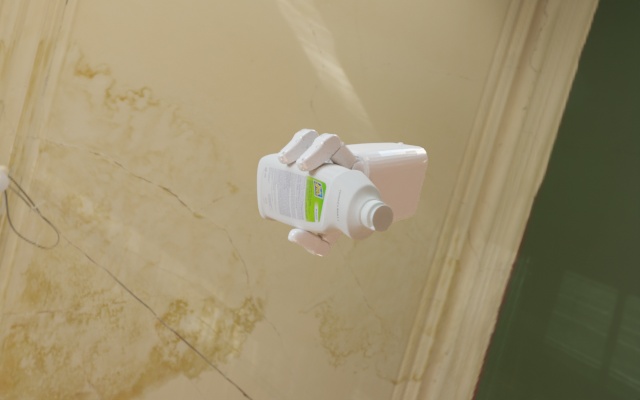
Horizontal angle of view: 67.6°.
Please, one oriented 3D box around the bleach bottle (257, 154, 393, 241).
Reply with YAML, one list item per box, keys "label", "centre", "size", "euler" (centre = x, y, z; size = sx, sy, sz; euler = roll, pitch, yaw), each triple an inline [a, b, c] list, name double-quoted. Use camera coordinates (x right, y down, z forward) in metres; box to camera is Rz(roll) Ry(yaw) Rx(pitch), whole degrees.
- label: "bleach bottle"
  centre: [0.000, 0.002, 0.598]
  size: [0.068, 0.102, 0.250]
  euler: [-10, 17, -30]
